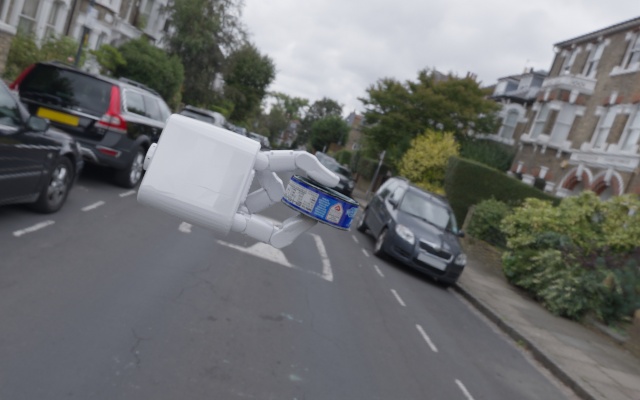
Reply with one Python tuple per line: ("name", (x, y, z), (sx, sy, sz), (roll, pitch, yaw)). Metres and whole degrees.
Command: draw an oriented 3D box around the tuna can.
("tuna can", (0.000, 0.001, 0.547), (0.086, 0.034, 0.086), (24, 5, -2))
